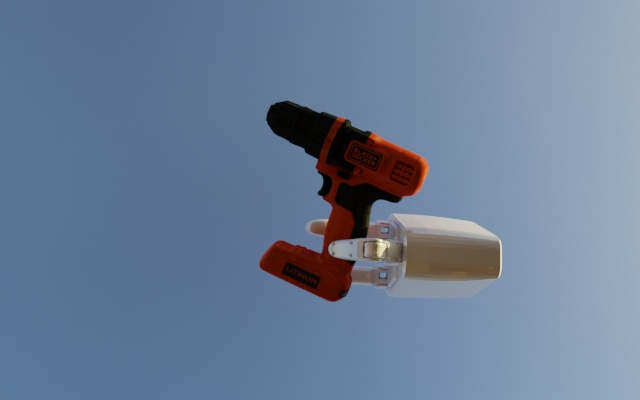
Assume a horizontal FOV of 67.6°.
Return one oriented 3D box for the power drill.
[{"bbox_3d":[0.000,0.002,0.526,0.184,0.188,0.057,25,14,8],"label":"power drill"}]
